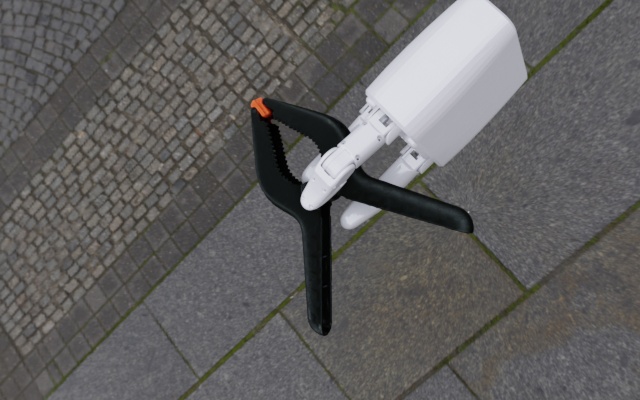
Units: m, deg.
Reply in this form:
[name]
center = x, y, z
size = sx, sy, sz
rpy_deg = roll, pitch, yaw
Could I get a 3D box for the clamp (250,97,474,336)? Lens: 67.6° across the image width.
[clamp]
center = 0.000, 0.001, 0.415
size = 0.164, 0.210, 0.036
rpy_deg = -46, -13, 14
